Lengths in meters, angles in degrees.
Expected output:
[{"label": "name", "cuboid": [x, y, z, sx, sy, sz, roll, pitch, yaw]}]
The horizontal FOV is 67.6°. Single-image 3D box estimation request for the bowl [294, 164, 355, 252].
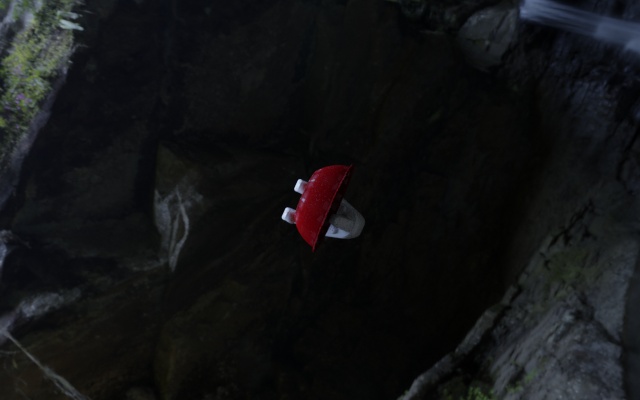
[{"label": "bowl", "cuboid": [0.000, 0.002, 0.797, 0.055, 0.162, 0.162, 25, 2, 6]}]
